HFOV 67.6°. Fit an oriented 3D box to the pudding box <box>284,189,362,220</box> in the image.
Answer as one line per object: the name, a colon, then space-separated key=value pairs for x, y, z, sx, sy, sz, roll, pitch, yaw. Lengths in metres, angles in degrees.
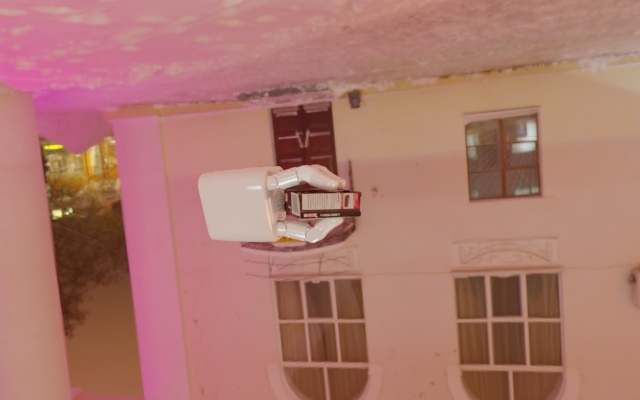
pudding box: x=0.000 y=0.002 z=0.691 sx=0.090 sy=0.039 sz=0.113 roll=-3 pitch=7 yaw=-14
